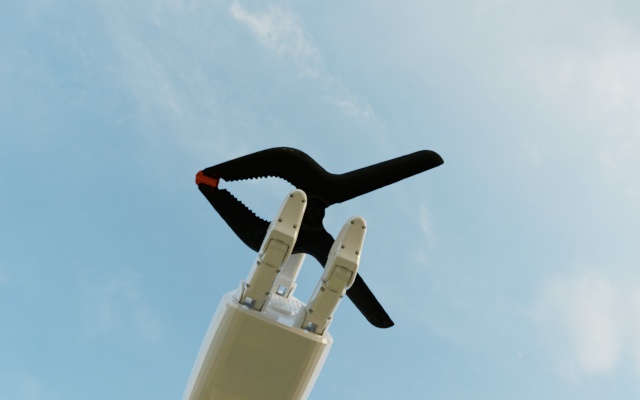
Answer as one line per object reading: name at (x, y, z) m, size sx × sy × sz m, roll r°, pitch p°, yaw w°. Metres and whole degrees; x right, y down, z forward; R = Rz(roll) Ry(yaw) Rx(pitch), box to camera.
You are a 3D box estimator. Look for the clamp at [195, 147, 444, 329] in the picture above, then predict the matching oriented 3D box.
clamp at (-0.001, 0.001, 0.417) m, size 0.210 × 0.164 × 0.036 m, roll 24°, pitch -2°, yaw -8°
